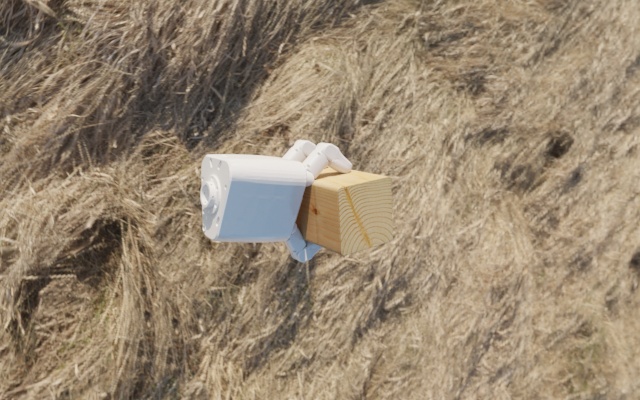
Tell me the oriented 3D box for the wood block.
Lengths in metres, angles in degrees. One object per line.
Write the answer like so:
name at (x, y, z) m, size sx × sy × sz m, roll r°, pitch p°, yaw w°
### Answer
wood block at (0.000, 0.003, 0.689) m, size 0.090 × 0.091 × 0.206 m, roll -13°, pitch 18°, yaw -33°
